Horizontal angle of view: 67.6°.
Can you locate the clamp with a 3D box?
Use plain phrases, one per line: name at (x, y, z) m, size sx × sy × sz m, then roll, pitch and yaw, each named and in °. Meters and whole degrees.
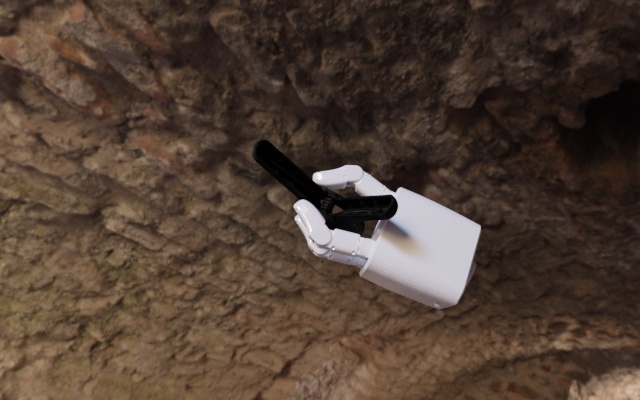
clamp at (0.001, 0.001, 0.571) m, size 0.164 × 0.036 × 0.210 m, roll 28°, pitch -16°, yaw 7°
